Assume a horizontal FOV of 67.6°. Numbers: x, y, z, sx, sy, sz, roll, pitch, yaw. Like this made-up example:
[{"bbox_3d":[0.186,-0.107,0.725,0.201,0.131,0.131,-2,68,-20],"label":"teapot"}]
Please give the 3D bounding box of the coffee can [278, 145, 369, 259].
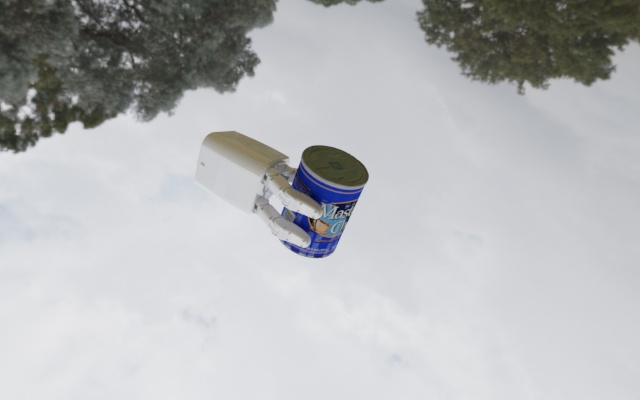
[{"bbox_3d":[0.000,0.002,0.722,0.103,0.140,0.102,16,33,-11],"label":"coffee can"}]
